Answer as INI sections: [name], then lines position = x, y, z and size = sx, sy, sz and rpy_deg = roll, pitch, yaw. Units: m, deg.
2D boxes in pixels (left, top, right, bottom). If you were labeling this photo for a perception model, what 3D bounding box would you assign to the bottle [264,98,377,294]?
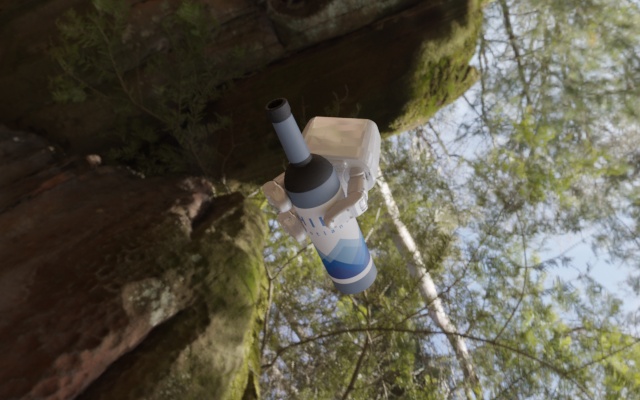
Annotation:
[bottle]
position = 0.000, 0.002, 0.617
size = 0.069, 0.296, 0.069
rpy_deg = -16, 36, 12
